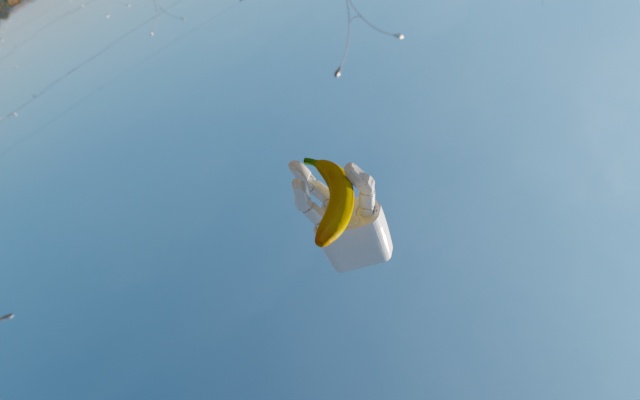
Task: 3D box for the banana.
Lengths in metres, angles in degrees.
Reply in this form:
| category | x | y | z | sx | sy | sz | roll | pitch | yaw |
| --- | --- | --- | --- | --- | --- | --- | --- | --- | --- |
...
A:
| category | x | y | z | sx | sy | sz | roll | pitch | yaw |
| --- | --- | --- | --- | --- | --- | --- | --- | --- | --- |
| banana | 0.018 | -0.004 | 0.721 | 0.069 | 0.037 | 0.197 | -14 | 40 | 4 |
